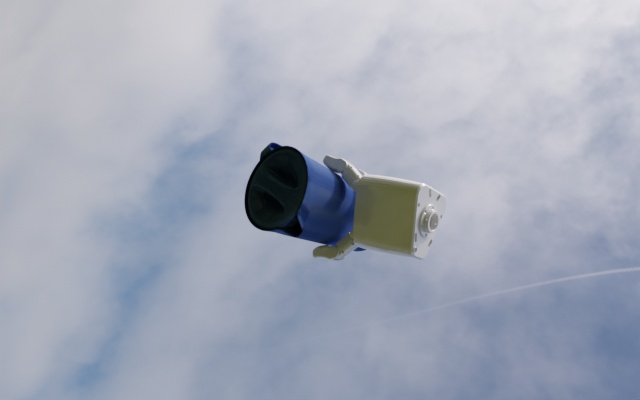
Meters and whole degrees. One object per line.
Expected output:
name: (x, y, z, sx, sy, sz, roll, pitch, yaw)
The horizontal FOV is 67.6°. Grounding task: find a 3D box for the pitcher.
pitcher: (0.000, 0.003, 0.801, 0.145, 0.149, 0.243, 8, -10, 42)
